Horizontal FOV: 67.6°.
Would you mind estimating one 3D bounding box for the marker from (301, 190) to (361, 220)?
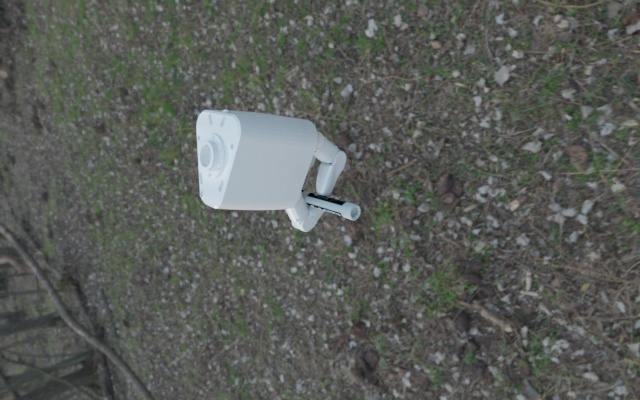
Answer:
[{"bbox_3d":[0.000,0.002,0.594,0.020,0.020,0.121,0,12,-43],"label":"marker"}]
